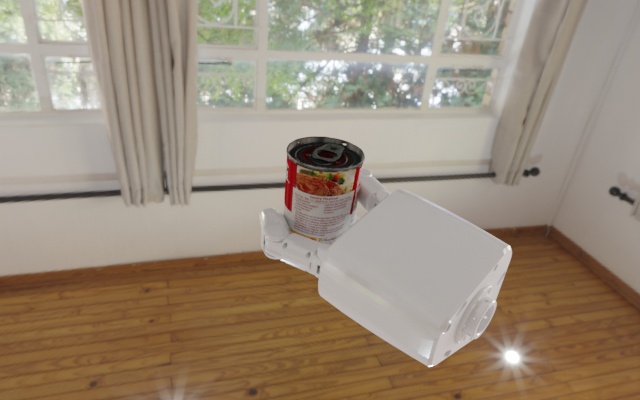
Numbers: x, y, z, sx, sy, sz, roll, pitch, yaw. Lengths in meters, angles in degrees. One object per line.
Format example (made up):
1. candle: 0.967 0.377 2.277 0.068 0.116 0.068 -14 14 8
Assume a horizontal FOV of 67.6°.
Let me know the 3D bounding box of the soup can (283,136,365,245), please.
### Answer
1. soup can: 0.000 0.002 0.436 0.068 0.102 0.068 5 30 -3
